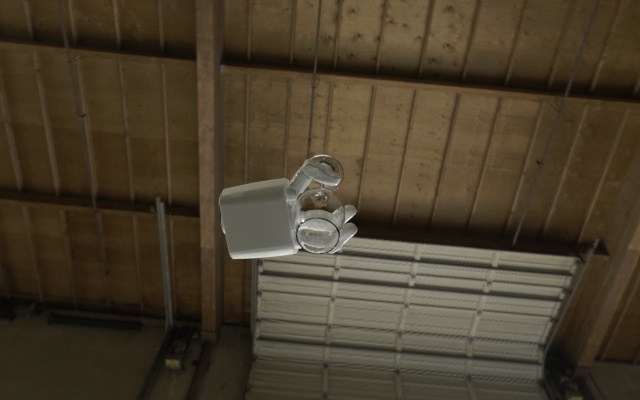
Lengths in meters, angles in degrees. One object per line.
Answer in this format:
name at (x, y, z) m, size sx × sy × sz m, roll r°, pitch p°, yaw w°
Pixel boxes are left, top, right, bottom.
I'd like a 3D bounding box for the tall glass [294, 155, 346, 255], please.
tall glass at (0.000, 0.002, 0.750) m, size 0.079 × 0.079 × 0.201 m, roll 0°, pitch 29°, yaw 2°
